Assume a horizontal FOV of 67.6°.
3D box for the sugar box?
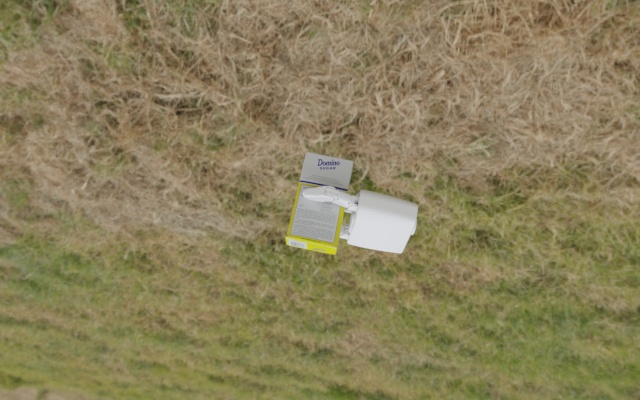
[{"bbox_3d":[0.000,0.003,0.875,0.093,0.176,0.048,12,-26,2],"label":"sugar box"}]
